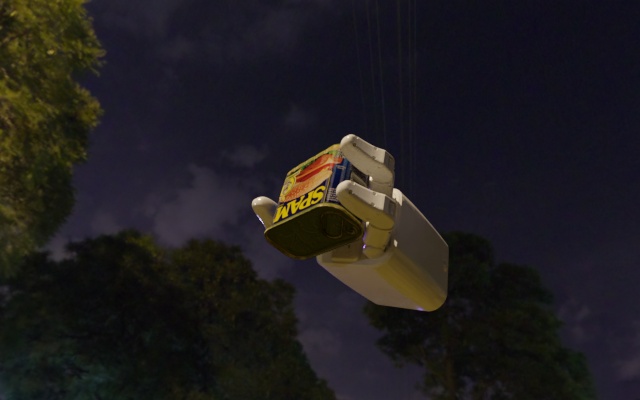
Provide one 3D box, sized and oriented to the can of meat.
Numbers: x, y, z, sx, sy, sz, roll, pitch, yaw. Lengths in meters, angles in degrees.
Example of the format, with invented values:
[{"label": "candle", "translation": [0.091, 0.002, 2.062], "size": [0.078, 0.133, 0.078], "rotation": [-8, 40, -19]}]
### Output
[{"label": "can of meat", "translation": [0.000, 0.001, 0.478], "size": [0.102, 0.084, 0.057], "rotation": [-25, -53, 39]}]
